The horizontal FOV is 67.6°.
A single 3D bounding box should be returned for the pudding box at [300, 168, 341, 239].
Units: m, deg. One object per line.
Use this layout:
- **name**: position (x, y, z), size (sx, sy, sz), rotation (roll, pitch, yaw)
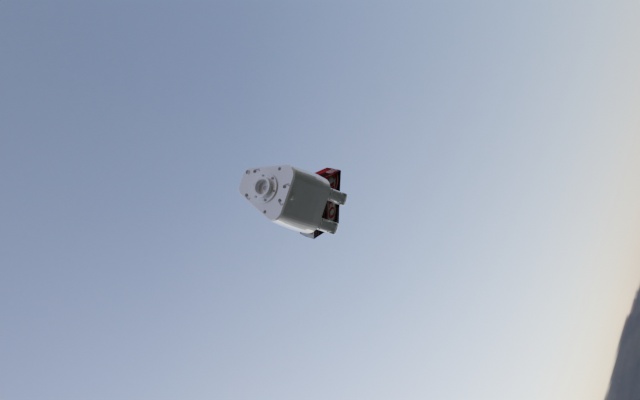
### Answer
- **pudding box**: position (0.000, 0.003, 0.889), size (0.039, 0.113, 0.090), rotation (17, 26, 30)
